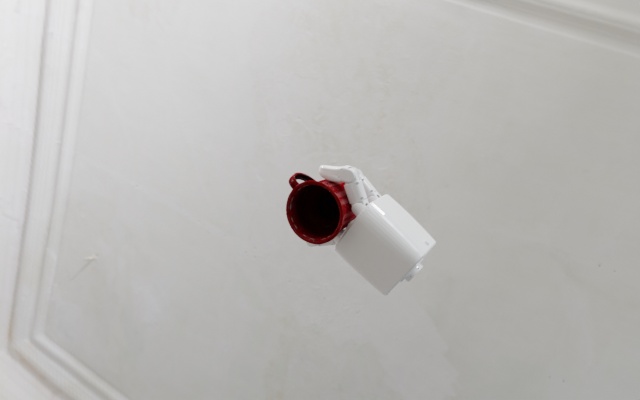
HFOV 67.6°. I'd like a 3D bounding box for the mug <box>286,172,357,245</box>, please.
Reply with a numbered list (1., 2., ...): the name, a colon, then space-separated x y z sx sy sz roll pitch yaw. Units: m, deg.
1. mug: -0.001 0.001 0.717 0.117 0.093 0.081 44 27 13
